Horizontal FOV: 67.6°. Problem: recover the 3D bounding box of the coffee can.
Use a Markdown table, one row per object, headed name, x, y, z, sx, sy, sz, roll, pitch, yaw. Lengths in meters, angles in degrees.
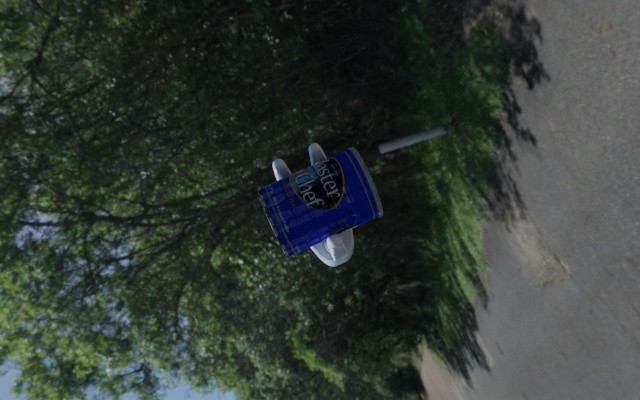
| name | x | y | z | sx | sy | sz | roll | pitch | yaw |
| --- | --- | --- | --- | --- | --- | --- | --- | --- | --- |
| coffee can | 0.000 | 0.002 | 0.645 | 0.140 | 0.103 | 0.103 | -24 | 1 | -2 |
